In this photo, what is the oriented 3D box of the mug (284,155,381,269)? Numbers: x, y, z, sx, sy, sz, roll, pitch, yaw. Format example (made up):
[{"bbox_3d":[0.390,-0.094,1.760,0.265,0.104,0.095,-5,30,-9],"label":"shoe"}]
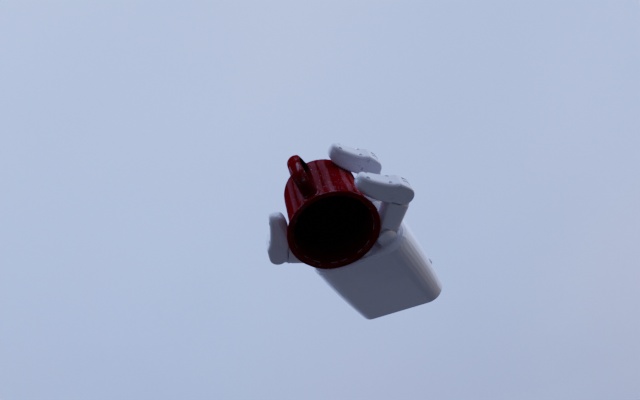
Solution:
[{"bbox_3d":[-0.001,0.001,0.487,0.093,0.117,0.081,-33,33,9],"label":"mug"}]
